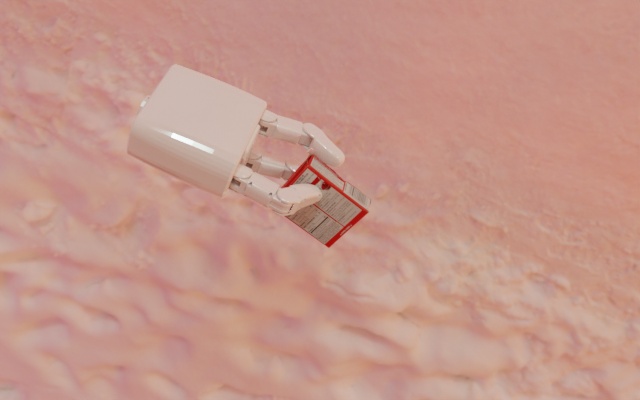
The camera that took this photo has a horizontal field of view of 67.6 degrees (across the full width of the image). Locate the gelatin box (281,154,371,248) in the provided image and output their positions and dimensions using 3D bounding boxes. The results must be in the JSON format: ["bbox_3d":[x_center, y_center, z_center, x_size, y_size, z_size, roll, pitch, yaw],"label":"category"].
[{"bbox_3d":[0.000,0.002,0.539,0.089,0.073,0.030,37,33,-12],"label":"gelatin box"}]
